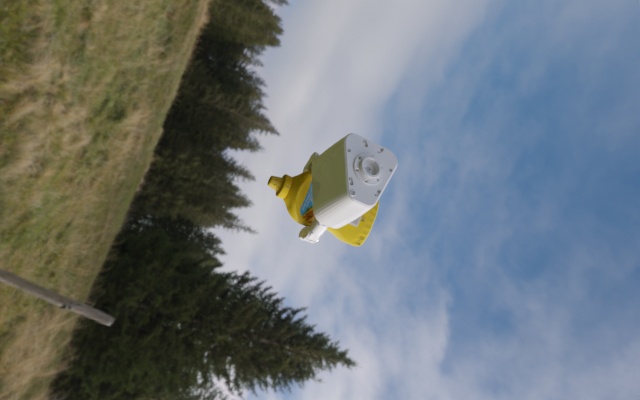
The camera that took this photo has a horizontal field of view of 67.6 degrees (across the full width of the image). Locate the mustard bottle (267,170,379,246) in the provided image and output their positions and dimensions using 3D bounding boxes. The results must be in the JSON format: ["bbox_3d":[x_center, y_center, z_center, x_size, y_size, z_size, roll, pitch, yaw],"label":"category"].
[{"bbox_3d":[0.000,0.003,0.812,0.191,0.096,0.058,23,-2,-18],"label":"mustard bottle"}]
